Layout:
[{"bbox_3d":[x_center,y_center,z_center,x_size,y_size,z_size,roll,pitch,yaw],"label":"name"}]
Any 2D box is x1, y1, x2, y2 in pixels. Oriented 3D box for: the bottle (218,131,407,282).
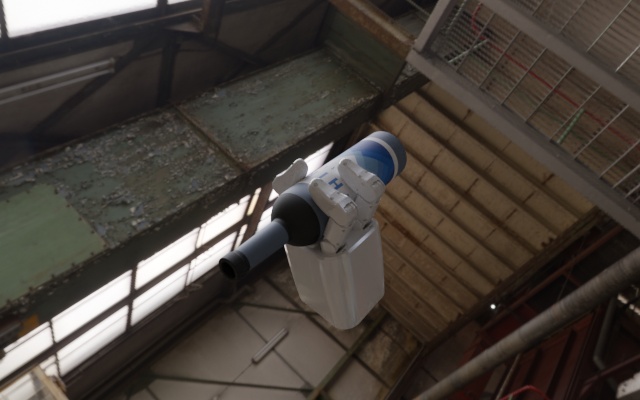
[{"bbox_3d":[0.000,0.002,0.553,0.069,0.069,0.295,0,26,42],"label":"bottle"}]
